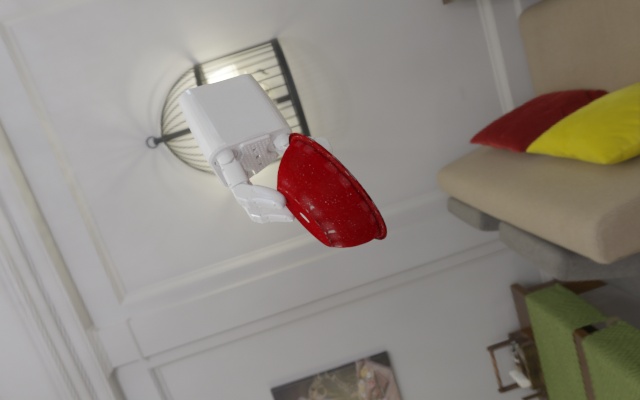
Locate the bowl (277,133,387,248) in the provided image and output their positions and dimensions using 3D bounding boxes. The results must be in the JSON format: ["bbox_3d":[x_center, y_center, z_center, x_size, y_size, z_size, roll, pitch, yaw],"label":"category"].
[{"bbox_3d":[0.001,0.003,0.545,0.055,0.162,0.162,-43,11,-12],"label":"bowl"}]
